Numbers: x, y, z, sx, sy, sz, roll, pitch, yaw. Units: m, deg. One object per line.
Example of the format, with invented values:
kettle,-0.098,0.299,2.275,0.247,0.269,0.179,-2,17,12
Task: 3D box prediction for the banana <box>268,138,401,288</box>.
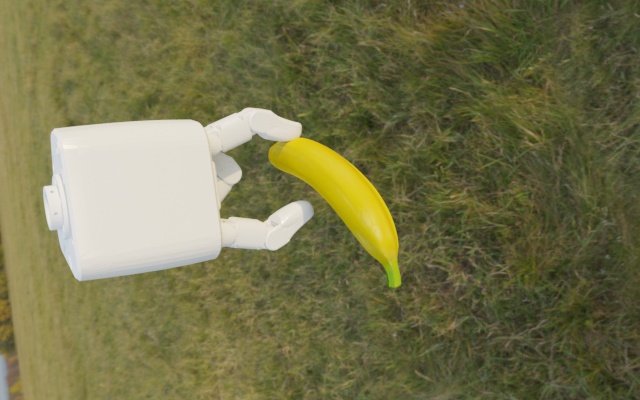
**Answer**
banana,0.006,-0.011,0.419,0.037,0.070,0.197,-13,45,-34
